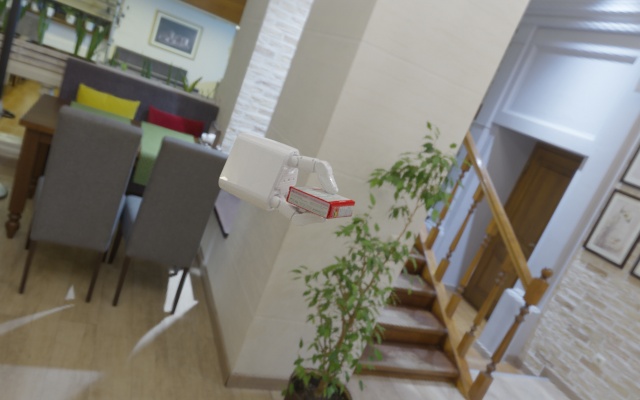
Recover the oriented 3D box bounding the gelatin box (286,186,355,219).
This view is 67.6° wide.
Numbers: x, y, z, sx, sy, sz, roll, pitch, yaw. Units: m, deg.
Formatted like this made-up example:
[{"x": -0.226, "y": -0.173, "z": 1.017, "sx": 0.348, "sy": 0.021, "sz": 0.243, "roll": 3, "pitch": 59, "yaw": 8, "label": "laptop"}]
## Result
[{"x": 0.001, "y": 0.002, "z": 0.784, "sx": 0.089, "sy": 0.030, "sz": 0.073, "roll": 21, "pitch": 13, "yaw": 32, "label": "gelatin box"}]
